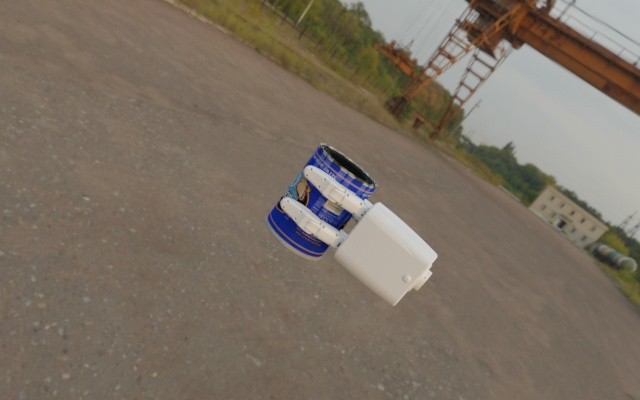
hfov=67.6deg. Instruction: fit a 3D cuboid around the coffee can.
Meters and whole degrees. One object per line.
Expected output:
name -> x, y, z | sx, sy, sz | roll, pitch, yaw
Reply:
coffee can -> 0.000, 0.002, 0.697 | 0.103, 0.140, 0.102 | 34, 15, -11
